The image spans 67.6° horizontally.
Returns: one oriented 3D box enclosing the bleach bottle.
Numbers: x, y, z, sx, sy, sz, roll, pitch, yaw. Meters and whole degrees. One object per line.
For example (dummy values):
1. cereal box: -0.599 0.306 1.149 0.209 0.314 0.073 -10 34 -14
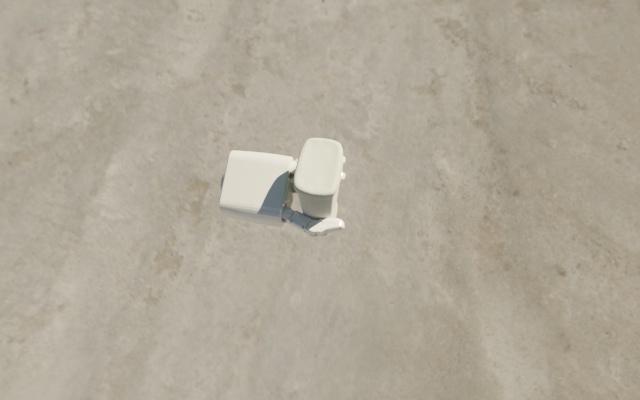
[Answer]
1. bleach bottle: 0.000 0.003 0.810 0.068 0.102 0.251 9 -26 5
